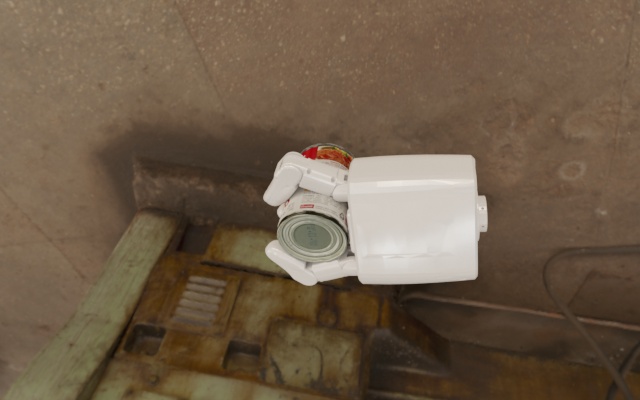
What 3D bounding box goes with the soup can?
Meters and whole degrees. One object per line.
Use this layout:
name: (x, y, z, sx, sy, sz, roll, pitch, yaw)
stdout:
soup can: (0.000, 0.002, 0.465, 0.068, 0.069, 0.102, 0, 43, 12)
